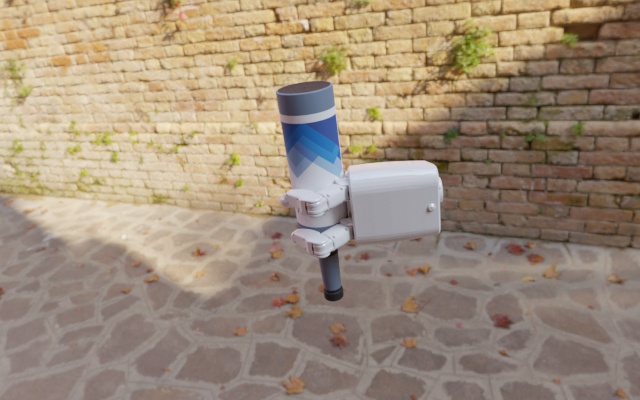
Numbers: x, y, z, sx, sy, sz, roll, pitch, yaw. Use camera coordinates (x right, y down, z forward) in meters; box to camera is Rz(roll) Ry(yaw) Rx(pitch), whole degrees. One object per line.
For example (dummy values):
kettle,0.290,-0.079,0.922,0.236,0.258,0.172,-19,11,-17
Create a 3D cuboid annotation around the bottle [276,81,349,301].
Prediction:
bottle,0.000,0.002,0.611,0.069,0.296,0.069,-7,25,3
